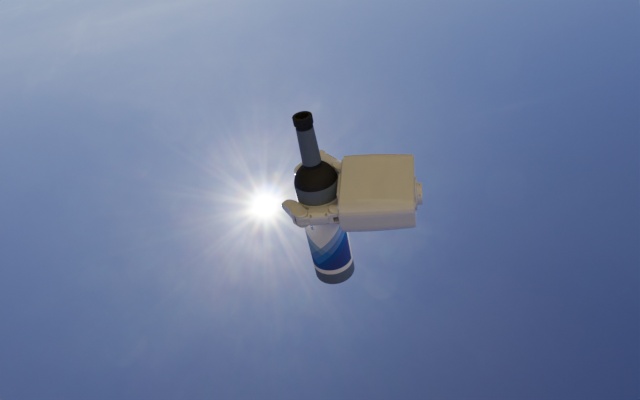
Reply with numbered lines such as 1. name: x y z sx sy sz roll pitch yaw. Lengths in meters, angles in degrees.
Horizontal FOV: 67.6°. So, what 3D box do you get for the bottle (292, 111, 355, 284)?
1. bottle: 0.000 0.003 0.723 0.069 0.296 0.069 -8 37 6
